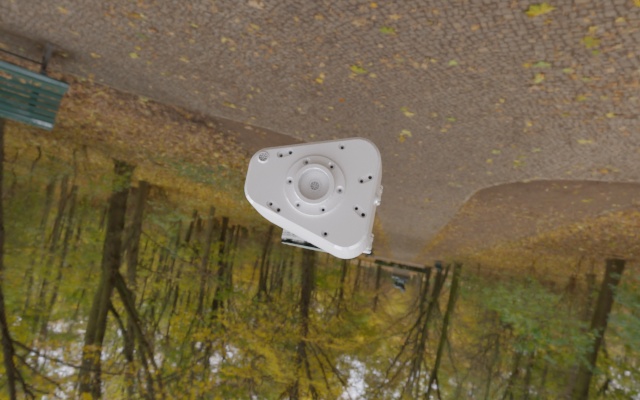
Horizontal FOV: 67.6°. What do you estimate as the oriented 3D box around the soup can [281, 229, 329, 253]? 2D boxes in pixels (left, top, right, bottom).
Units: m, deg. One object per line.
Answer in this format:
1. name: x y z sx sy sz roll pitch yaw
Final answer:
1. soup can: 0.000 0.002 0.515 0.068 0.102 0.068 11 -7 1
